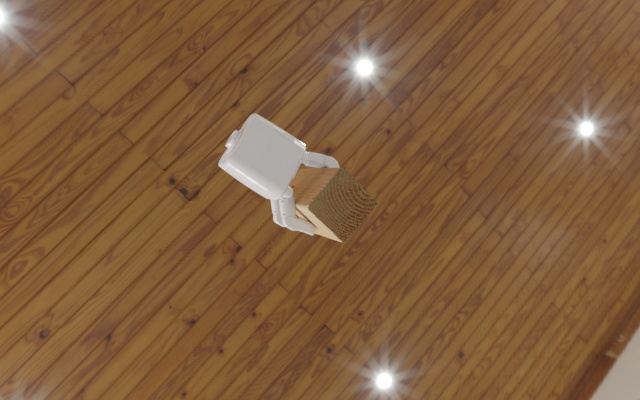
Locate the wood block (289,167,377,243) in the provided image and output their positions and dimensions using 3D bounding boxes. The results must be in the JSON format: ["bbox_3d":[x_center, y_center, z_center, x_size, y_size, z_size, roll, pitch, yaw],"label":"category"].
[{"bbox_3d":[0.000,0.002,0.851,0.090,0.091,0.206,44,-12,-18],"label":"wood block"}]
